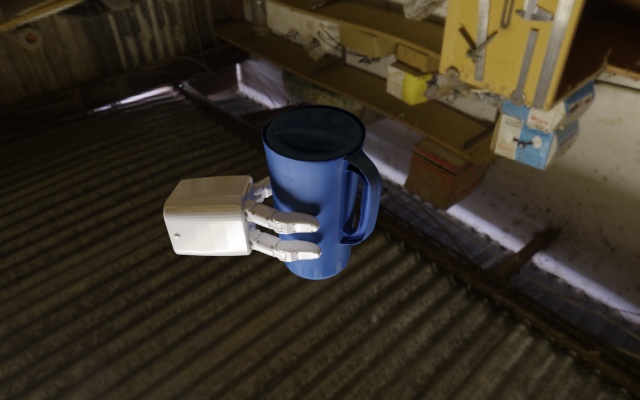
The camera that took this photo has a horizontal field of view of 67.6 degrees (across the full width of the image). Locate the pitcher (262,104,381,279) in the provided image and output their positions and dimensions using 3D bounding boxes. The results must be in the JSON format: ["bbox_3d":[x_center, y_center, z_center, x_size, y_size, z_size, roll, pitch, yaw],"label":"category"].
[{"bbox_3d":[0.000,0.002,0.676,0.145,0.243,0.149,-3,41,-2],"label":"pitcher"}]
